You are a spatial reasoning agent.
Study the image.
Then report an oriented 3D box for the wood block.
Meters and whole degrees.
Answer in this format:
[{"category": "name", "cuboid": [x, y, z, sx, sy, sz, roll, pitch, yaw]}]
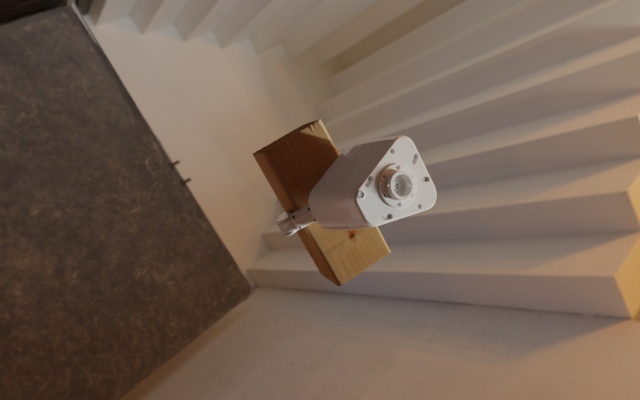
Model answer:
[{"category": "wood block", "cuboid": [0.000, 0.002, 0.666, 0.091, 0.206, 0.090, -31, 12, -13]}]
